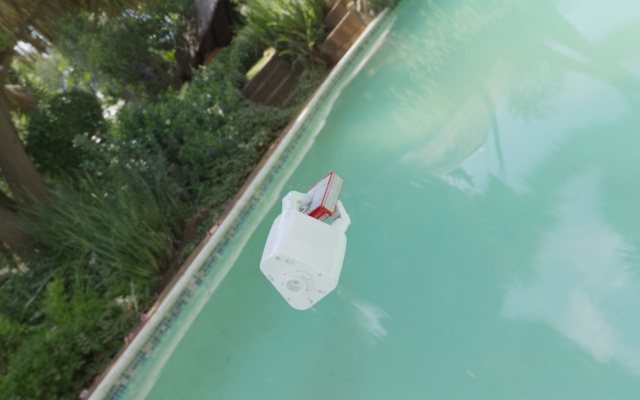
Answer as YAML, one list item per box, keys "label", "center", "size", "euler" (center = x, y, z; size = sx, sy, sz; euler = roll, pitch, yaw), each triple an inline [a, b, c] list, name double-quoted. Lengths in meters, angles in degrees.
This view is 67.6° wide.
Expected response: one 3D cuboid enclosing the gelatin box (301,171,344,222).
- label: "gelatin box"
  center: [0.000, 0.002, 0.827]
  size: [0.030, 0.089, 0.073]
  euler: [35, -45, -18]
